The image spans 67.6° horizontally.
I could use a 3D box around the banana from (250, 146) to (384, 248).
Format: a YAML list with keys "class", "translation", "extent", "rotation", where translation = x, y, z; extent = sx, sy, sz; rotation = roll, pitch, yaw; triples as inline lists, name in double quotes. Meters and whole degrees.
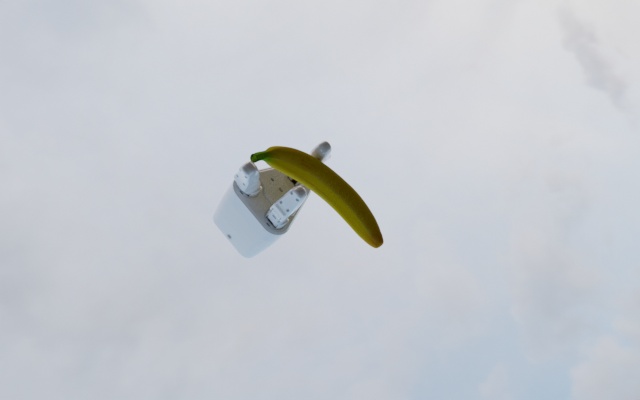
- class: "banana"
  translation: [0.003, -0.013, 0.598]
  extent: [0.198, 0.069, 0.037]
  rotation: [34, -43, -13]
